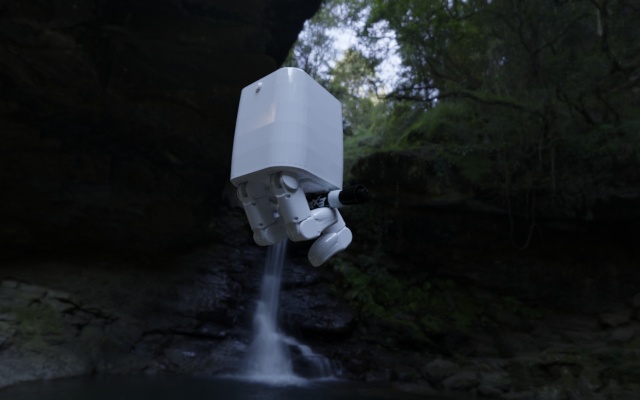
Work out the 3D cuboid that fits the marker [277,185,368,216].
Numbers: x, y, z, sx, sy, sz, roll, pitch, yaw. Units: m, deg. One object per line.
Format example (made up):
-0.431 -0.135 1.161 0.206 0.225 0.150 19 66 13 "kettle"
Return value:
0.000 0.002 0.493 0.020 0.020 0.121 0 -8 -45 "marker"
